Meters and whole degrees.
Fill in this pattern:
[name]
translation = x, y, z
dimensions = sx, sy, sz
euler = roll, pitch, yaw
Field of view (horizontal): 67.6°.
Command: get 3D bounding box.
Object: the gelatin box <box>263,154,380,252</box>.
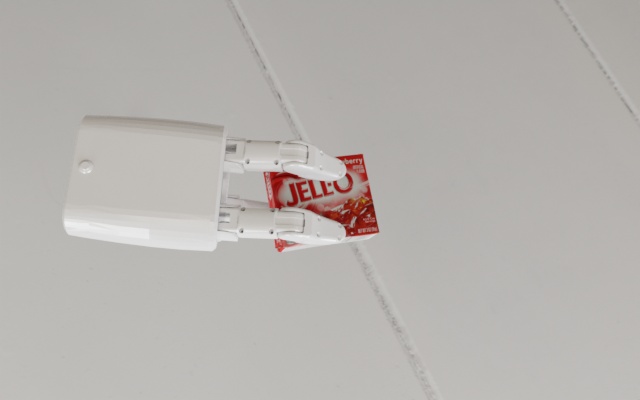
[gelatin box]
translation = 0.000, 0.001, 0.413
dimensions = 0.089, 0.073, 0.030
euler = -7, -13, -18
